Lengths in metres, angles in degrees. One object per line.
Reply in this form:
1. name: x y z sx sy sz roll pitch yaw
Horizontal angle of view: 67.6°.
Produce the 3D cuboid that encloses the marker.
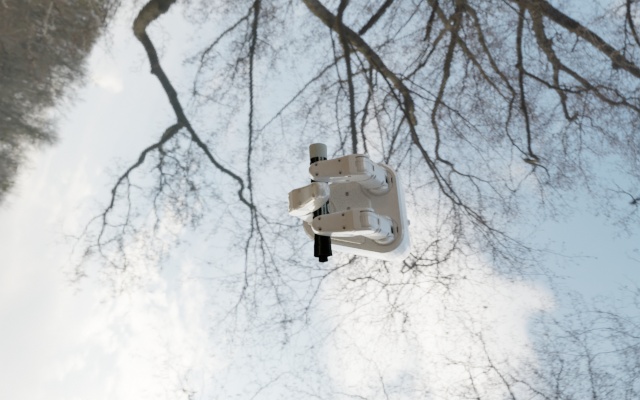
1. marker: 0.000 0.002 0.478 0.020 0.121 0.020 -3 -15 -1
